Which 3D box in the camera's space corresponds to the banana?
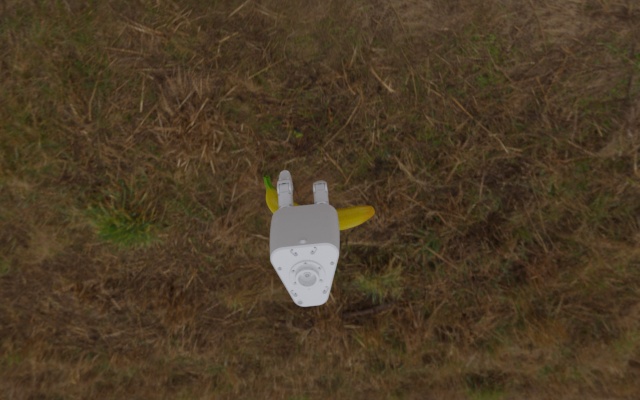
[{"bbox_3d":[-0.009,0.018,0.803,0.198,0.070,0.037,16,19,-9],"label":"banana"}]
